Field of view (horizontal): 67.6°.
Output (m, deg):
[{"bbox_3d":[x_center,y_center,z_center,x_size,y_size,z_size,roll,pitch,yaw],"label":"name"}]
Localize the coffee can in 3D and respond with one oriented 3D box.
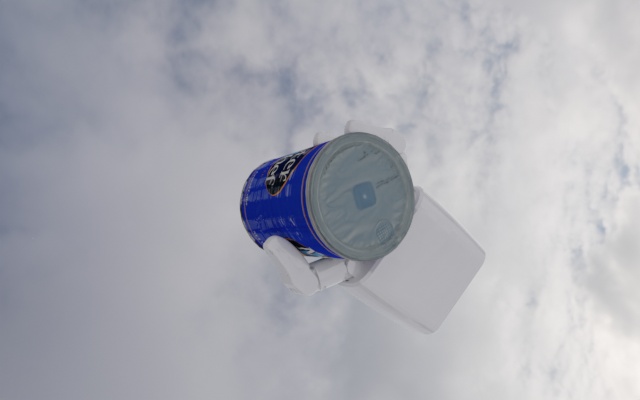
[{"bbox_3d":[0.000,0.001,0.434,0.103,0.103,0.140,0,-4,-31],"label":"coffee can"}]
